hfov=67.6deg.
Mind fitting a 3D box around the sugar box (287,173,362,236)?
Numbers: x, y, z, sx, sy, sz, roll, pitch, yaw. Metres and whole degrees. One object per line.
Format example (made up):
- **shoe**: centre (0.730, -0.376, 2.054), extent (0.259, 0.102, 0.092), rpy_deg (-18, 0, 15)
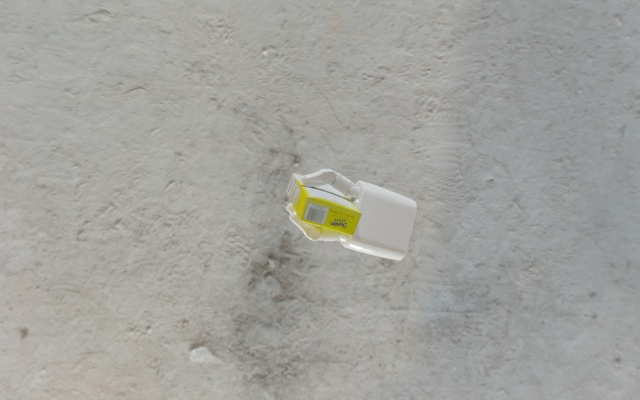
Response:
- **sugar box**: centre (0.000, 0.003, 0.811), extent (0.093, 0.048, 0.176), rpy_deg (18, 9, -14)
